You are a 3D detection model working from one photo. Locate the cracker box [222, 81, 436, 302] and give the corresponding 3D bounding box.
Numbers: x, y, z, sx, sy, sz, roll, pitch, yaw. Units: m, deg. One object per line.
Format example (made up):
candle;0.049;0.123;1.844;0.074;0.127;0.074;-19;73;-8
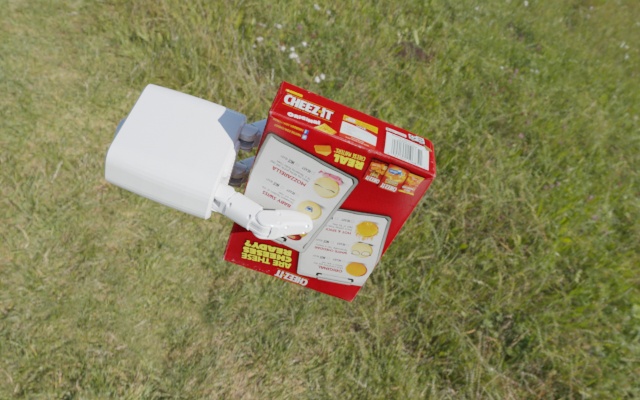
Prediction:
cracker box;0.000;0.002;0.515;0.164;0.214;0.072;20;41;-6
